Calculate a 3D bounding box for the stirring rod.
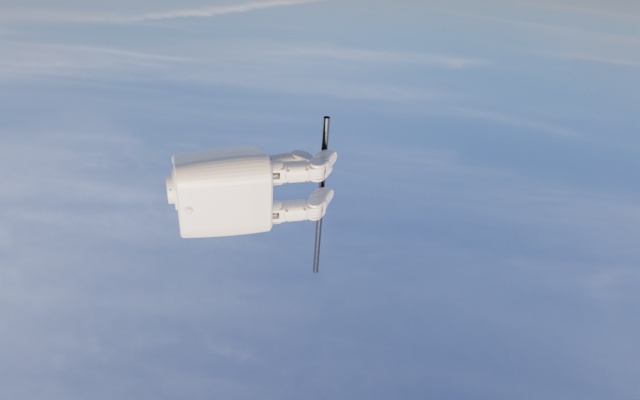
[{"bbox_3d":[0.000,0.002,0.637,0.011,0.240,0.011,3,32,-2],"label":"stirring rod"}]
